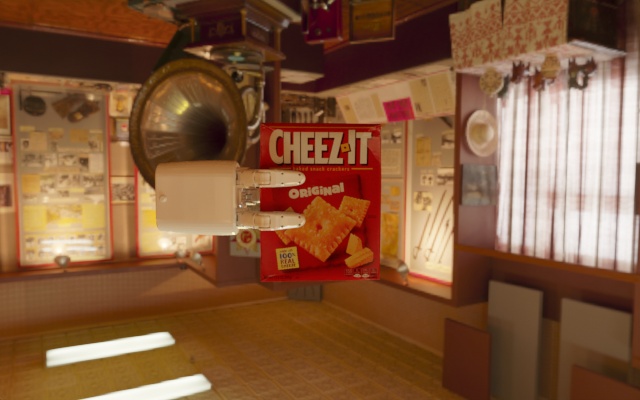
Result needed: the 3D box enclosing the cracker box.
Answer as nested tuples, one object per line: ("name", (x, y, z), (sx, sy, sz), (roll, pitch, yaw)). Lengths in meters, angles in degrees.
("cracker box", (0.000, 0.002, 0.659), (0.164, 0.214, 0.072), (0, 4, -1))
